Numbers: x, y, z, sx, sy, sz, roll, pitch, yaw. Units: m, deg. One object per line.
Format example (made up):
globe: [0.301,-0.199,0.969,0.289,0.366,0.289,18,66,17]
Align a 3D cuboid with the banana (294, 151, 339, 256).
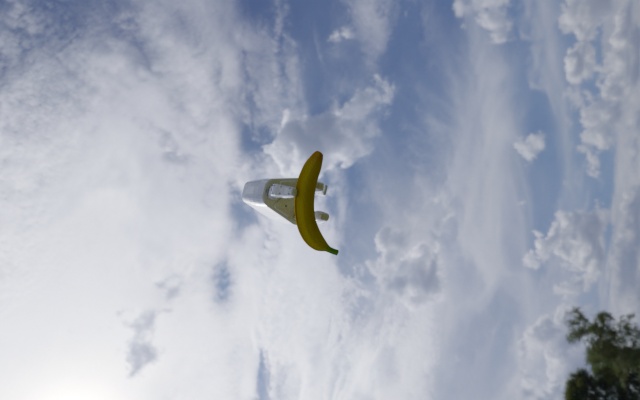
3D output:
banana: [-0.016,0.009,0.884,0.069,0.198,0.037,-11,5,-22]
